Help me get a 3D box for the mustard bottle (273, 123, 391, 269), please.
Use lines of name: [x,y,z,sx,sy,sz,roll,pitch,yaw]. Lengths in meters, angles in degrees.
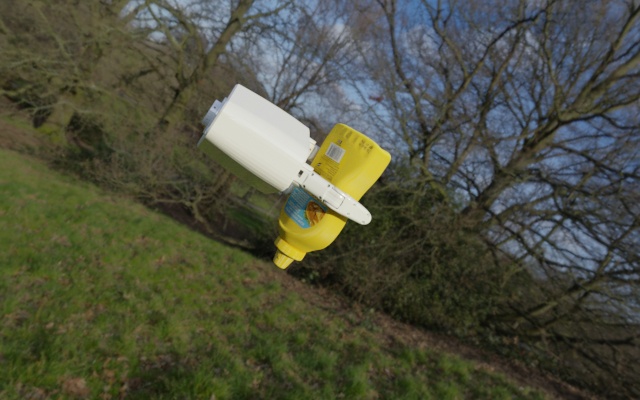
mustard bottle: [0.000,0.002,0.592,0.058,0.191,0.096,30,6,-40]
